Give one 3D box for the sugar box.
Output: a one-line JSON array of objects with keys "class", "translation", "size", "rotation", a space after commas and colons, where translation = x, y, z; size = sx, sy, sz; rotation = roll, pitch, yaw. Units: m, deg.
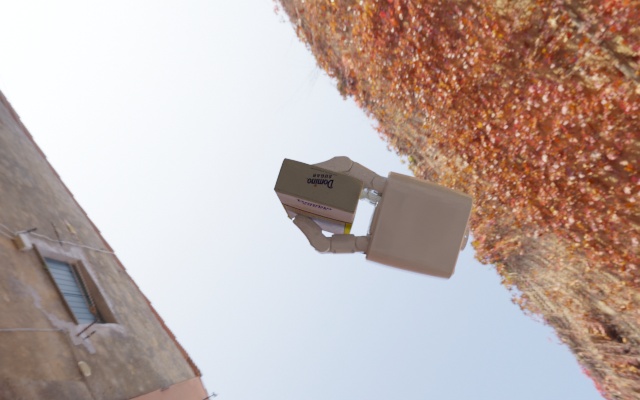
[{"class": "sugar box", "translation": [0.000, 0.001, 0.591], "size": [0.093, 0.048, 0.176], "rotation": [16, -14, 4]}]
